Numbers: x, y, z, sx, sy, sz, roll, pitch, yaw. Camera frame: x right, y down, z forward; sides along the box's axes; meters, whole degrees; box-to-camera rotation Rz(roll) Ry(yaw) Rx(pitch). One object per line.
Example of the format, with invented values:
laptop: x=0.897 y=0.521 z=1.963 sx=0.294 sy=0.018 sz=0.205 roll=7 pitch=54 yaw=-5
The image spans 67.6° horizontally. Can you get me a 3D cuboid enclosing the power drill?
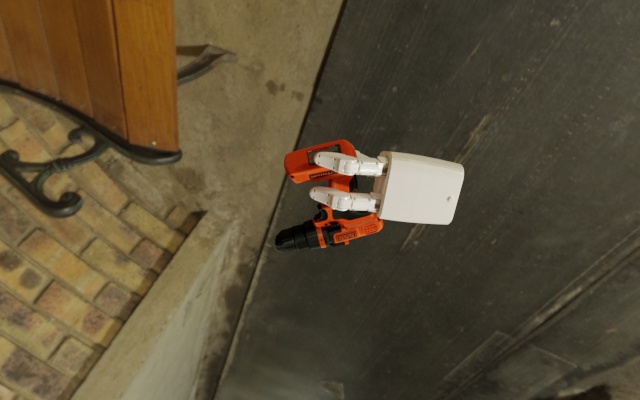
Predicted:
power drill: x=0.000 y=0.002 z=0.751 sx=0.184 sy=0.057 sz=0.188 roll=-15 pitch=-45 yaw=0
